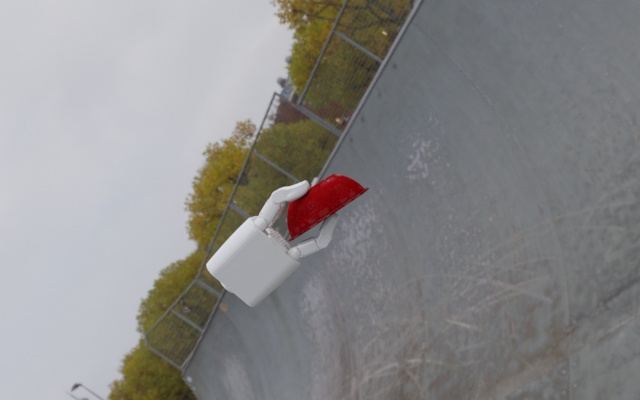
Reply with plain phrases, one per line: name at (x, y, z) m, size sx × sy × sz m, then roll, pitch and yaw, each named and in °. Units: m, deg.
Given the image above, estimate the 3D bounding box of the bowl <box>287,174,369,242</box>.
bowl at (0.001, 0.002, 0.801) m, size 0.162 × 0.055 × 0.162 m, roll -33°, pitch -1°, yaw -1°
